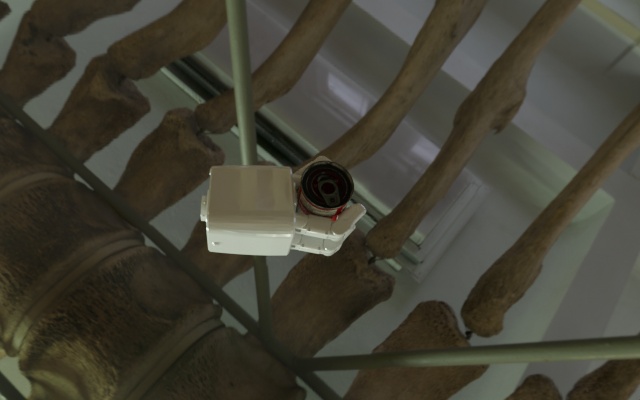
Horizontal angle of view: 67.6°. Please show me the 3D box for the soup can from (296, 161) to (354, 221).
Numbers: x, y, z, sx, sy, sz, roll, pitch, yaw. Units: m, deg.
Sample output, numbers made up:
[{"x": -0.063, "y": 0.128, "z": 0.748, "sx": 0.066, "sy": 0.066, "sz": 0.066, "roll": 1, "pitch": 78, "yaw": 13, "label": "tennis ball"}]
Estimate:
[{"x": 0.001, "y": 0.002, "z": 0.636, "sx": 0.068, "sy": 0.068, "sz": 0.102, "roll": 0, "pitch": -26, "yaw": -11, "label": "soup can"}]
